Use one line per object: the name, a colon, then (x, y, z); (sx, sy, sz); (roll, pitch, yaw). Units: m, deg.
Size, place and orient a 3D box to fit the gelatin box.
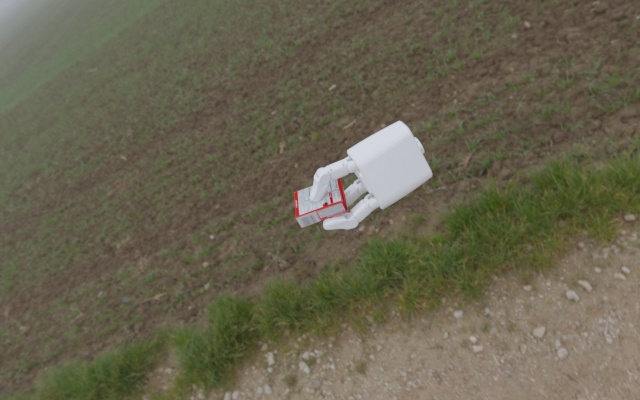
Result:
gelatin box: (0.000, 0.003, 0.834); (0.089, 0.030, 0.073); (-20, 38, 9)
